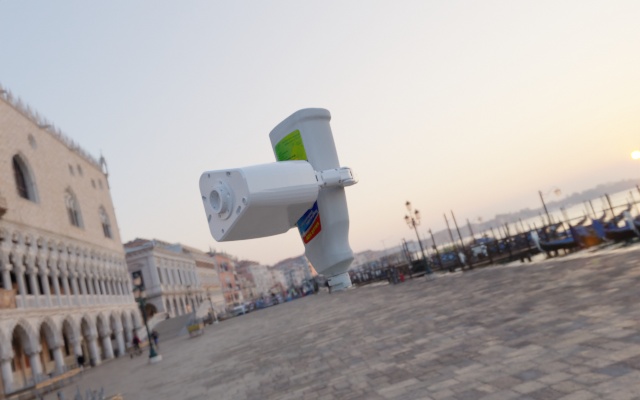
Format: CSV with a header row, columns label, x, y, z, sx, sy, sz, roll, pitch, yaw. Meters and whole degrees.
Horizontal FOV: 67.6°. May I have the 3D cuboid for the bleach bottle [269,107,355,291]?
label,x,y,z,sx,sy,sz,roll,pitch,yaw
bleach bottle,0.000,0.002,0.684,0.068,0.251,0.102,-9,-12,-42
